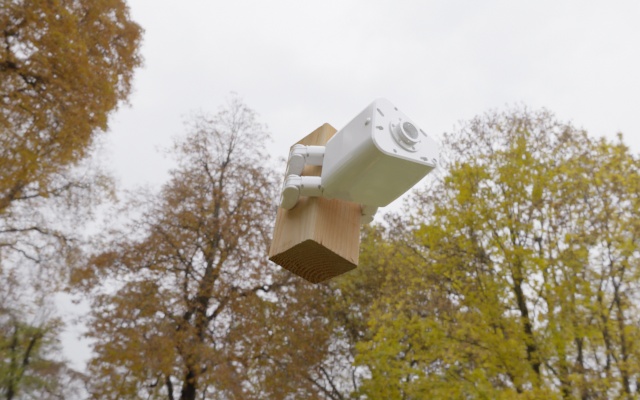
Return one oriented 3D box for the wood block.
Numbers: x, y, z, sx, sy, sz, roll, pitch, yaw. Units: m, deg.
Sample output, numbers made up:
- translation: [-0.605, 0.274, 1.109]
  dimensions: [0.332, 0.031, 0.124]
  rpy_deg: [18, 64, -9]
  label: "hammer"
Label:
- translation: [0.001, 0.002, 0.694]
  dimensions: [0.091, 0.206, 0.090]
  rpy_deg: [33, -44, -30]
  label: "wood block"
